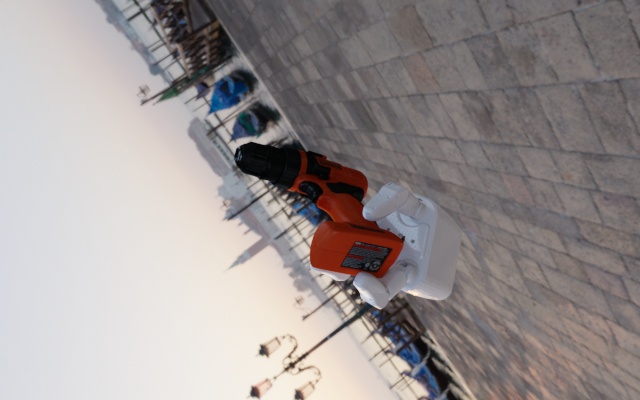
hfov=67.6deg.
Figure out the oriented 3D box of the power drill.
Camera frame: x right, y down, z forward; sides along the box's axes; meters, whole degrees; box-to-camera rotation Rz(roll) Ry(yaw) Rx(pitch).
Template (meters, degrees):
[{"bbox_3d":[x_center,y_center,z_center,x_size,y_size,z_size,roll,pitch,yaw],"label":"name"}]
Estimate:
[{"bbox_3d":[0.000,0.002,0.551,0.184,0.057,0.187,12,30,-29],"label":"power drill"}]
